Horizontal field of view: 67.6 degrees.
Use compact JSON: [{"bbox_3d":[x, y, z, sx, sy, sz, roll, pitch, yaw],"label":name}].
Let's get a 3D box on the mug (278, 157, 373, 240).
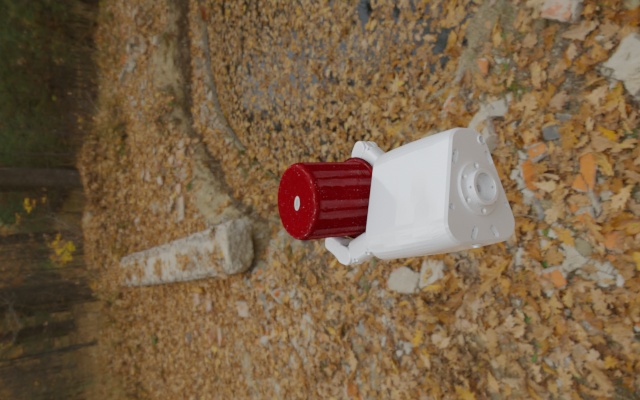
[{"bbox_3d":[-0.001,0.002,0.527,0.081,0.093,0.117,-3,-9,-34],"label":"mug"}]
